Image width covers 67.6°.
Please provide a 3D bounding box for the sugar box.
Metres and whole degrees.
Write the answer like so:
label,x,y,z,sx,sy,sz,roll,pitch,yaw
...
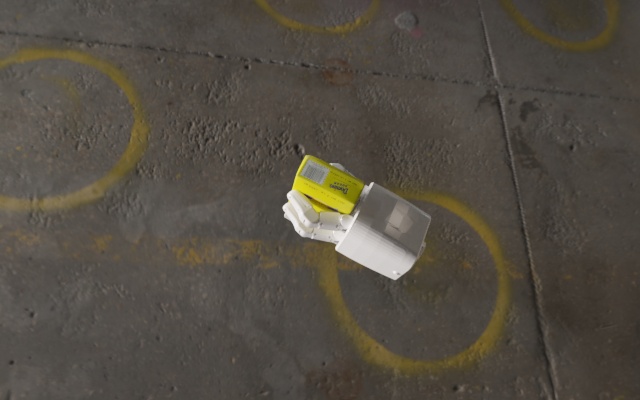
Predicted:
label,x,y,z,sx,sy,sz,roll,pitch,yaw
sugar box,0.000,0.003,0.733,0.093,0.048,0.176,27,-25,2
